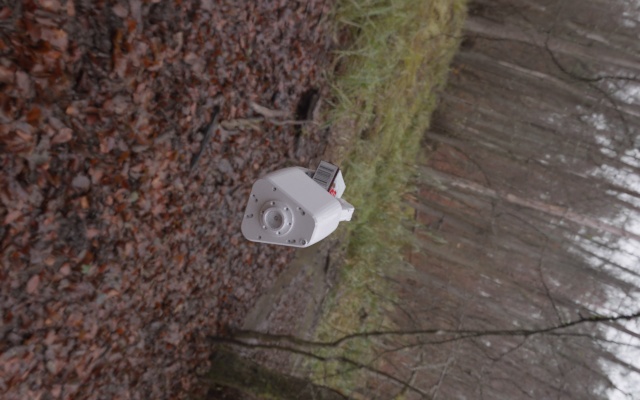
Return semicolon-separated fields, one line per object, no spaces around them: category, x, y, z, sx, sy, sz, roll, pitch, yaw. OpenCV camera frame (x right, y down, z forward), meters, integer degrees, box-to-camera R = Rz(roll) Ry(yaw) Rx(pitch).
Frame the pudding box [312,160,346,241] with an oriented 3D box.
pudding box;0.000;0.003;0.787;0.039;0.113;0.090;24;-12;15
